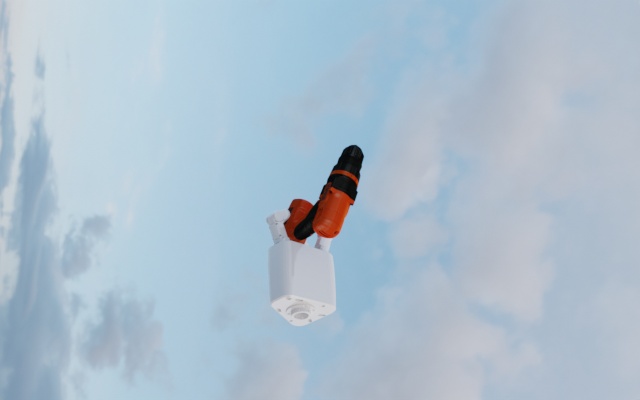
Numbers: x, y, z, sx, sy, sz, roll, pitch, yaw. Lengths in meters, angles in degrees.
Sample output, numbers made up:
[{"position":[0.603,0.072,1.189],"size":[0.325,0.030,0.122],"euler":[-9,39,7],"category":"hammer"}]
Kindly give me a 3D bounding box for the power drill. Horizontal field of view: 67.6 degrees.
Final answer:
[{"position":[0.000,0.003,0.847],"size":[0.057,0.184,0.188],"euler":[32,-34,-14],"category":"power drill"}]
